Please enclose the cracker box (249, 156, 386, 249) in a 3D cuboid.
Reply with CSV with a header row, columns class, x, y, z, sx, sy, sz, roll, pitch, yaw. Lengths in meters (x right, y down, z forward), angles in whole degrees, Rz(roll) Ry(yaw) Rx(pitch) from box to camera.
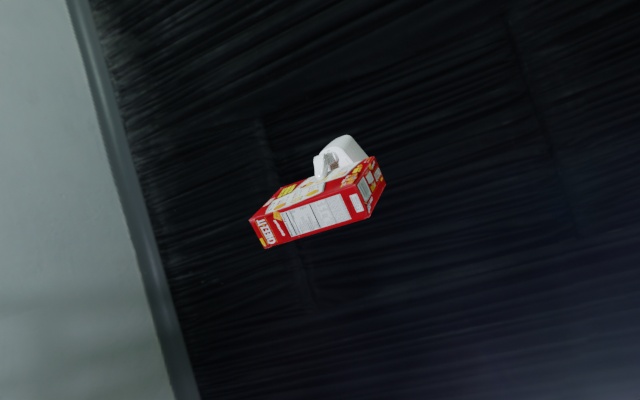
class,x,y,z,sx,sy,sz,roll,pitch,yaw
cracker box,0.000,0.003,0.882,0.214,0.072,0.164,-19,15,24
